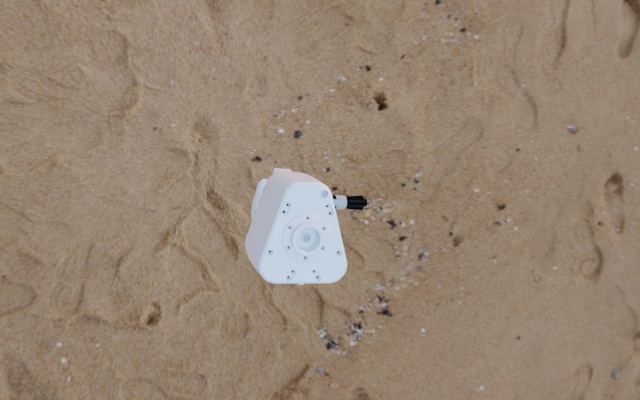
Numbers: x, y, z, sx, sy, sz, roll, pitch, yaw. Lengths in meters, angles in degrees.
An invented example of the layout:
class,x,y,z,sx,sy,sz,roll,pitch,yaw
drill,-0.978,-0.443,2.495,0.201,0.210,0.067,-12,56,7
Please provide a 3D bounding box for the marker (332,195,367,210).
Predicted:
class,x,y,z,sx,sy,sz,roll,pitch,yaw
marker,0.000,0.002,0.594,0.121,0.020,0.020,1,0,-15
